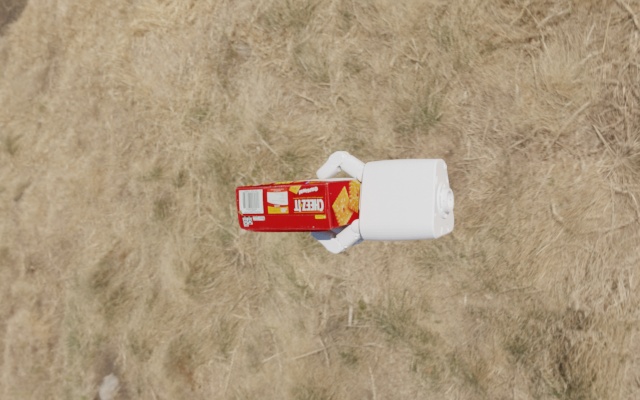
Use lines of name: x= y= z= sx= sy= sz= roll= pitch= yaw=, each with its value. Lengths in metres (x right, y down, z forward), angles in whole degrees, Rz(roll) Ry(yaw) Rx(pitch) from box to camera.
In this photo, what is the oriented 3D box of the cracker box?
cracker box: x=0.000 y=0.002 z=0.749 sx=0.164 sy=0.072 sz=0.213 roll=-2 pitch=3 yaw=32
